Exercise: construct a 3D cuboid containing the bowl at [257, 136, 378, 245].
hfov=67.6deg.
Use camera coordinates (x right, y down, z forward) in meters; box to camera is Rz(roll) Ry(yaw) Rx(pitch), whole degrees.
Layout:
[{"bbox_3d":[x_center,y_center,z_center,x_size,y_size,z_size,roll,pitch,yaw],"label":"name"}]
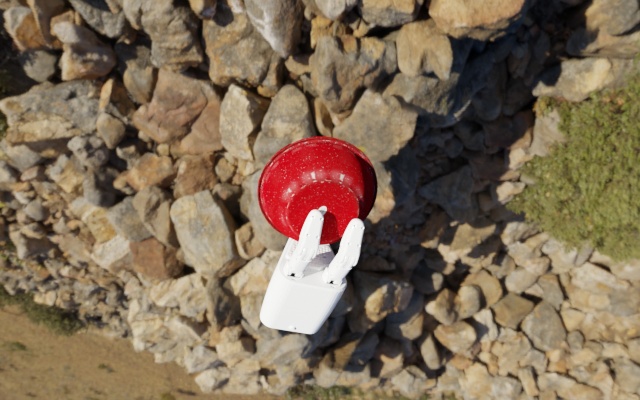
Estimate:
[{"bbox_3d":[0.000,0.001,0.614,0.162,0.162,0.055,0,30,-8],"label":"bowl"}]
